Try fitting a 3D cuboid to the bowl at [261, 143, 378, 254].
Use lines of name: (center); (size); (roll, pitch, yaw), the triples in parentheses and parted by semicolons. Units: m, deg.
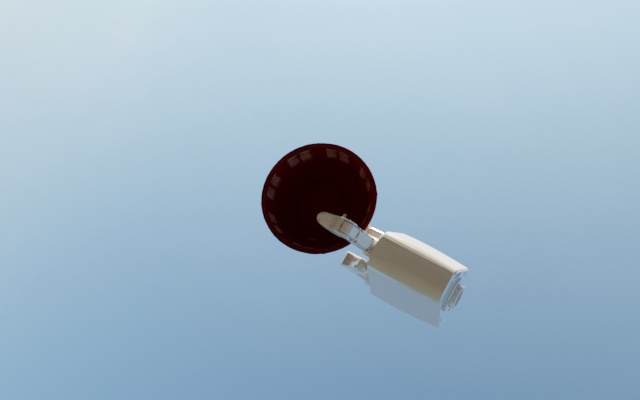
bowl: (-0.001, 0.001, 0.680); (0.162, 0.162, 0.055); (0, -18, 8)
